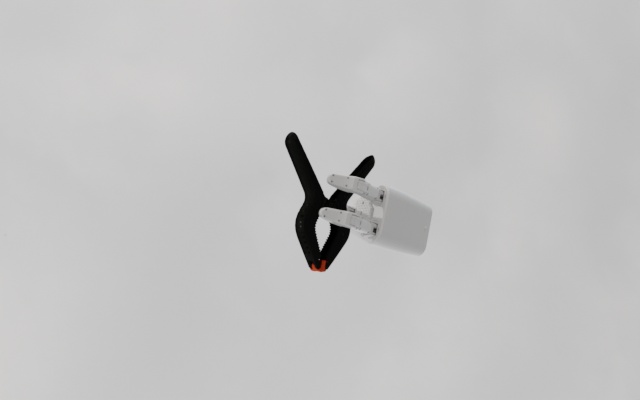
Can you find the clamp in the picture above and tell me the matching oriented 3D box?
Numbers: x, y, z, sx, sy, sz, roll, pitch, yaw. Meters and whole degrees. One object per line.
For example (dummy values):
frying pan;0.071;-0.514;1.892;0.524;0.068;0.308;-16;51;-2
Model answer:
clamp;0.000;0.003;0.740;0.164;0.210;0.036;19;-14;-28
